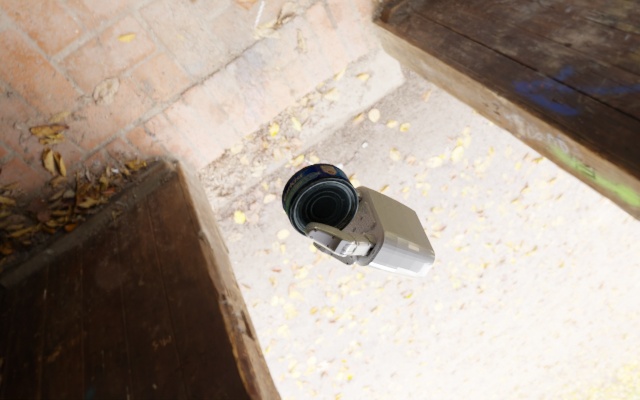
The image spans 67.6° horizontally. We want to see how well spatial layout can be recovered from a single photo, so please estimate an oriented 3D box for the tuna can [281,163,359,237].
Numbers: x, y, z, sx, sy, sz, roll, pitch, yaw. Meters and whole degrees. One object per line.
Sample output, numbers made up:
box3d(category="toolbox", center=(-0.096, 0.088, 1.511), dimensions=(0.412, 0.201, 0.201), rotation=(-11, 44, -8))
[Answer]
box3d(category="tuna can", center=(0.000, 0.002, 0.554), dimensions=(0.086, 0.086, 0.033), rotation=(0, 31, -21))
